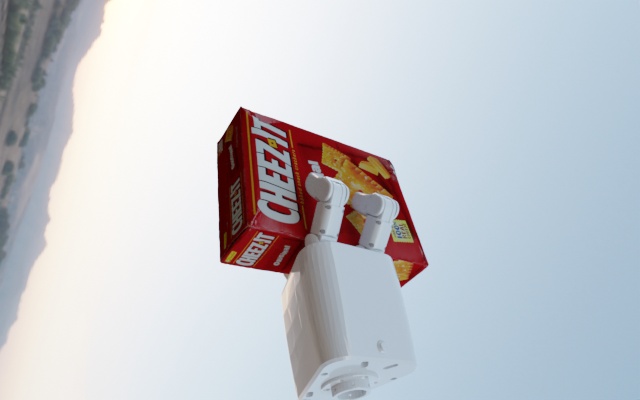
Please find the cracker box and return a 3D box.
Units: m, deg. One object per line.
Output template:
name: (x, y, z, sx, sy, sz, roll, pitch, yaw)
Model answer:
cracker box: (0.000, 0.002, 0.523, 0.214, 0.164, 0.072, 16, -46, -30)
